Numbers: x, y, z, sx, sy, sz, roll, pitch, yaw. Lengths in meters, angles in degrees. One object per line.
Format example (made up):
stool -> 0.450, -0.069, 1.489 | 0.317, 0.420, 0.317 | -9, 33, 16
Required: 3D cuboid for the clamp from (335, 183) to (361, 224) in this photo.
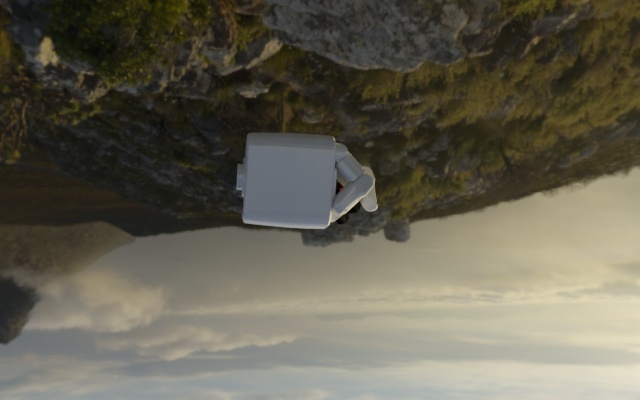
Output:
clamp -> 0.000, 0.003, 0.700 | 0.120, 0.039, 0.171 | 5, -15, -10
